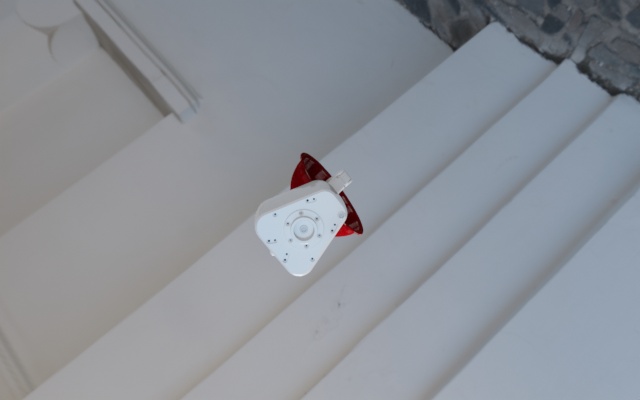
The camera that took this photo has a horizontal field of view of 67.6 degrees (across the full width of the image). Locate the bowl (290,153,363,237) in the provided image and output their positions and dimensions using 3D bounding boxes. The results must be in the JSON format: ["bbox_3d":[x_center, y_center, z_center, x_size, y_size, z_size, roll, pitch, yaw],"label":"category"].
[{"bbox_3d":[0.000,0.003,0.771,0.055,0.162,0.162,-37,-10,14],"label":"bowl"}]
